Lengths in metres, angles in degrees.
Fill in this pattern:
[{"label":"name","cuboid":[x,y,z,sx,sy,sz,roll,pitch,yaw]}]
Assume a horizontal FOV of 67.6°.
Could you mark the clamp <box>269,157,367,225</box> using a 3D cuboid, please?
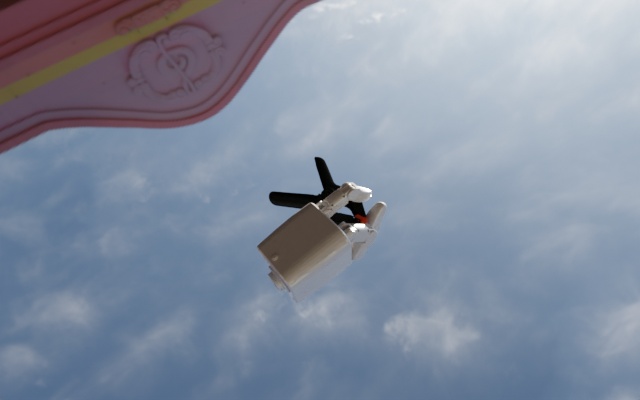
[{"label":"clamp","cuboid":[0.000,0.003,0.767,0.120,0.039,0.171,-37,51,-13]}]
